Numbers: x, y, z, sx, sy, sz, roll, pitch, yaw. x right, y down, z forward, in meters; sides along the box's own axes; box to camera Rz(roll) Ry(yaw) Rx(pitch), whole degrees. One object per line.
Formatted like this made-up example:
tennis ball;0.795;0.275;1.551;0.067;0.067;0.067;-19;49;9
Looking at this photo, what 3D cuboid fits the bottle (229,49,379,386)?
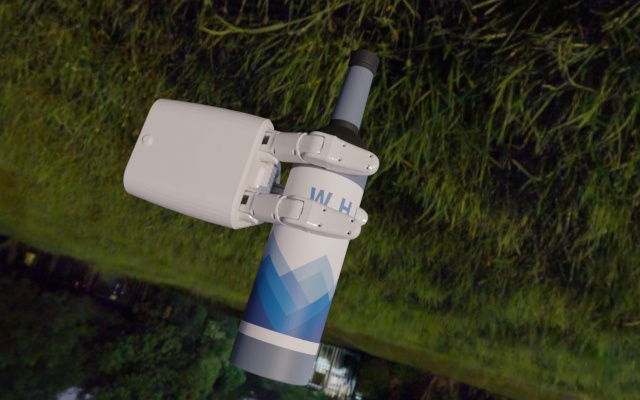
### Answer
bottle;0.000;0.002;0.417;0.069;0.295;0.069;16;-13;4
